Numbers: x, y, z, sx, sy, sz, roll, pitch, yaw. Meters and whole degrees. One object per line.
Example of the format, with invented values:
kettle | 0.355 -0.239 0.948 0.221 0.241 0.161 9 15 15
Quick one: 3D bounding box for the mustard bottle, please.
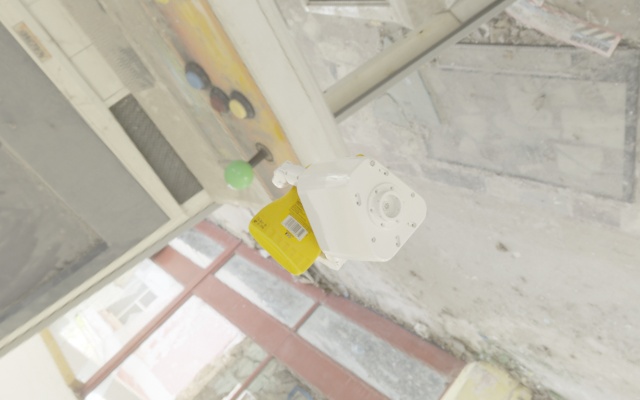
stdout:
mustard bottle | 0.000 0.002 0.647 0.191 0.096 0.058 -46 -3 -23
